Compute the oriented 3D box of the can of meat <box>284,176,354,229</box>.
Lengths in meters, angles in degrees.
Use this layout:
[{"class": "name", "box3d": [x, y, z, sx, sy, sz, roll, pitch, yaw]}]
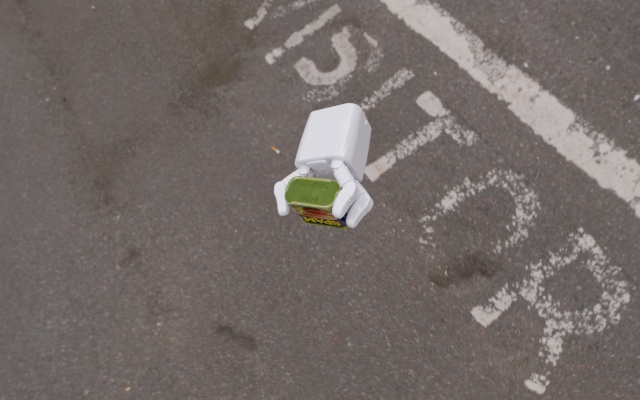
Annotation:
[{"class": "can of meat", "box3d": [0.000, 0.003, 0.795, 0.102, 0.057, 0.084, 7, -21, 26]}]
